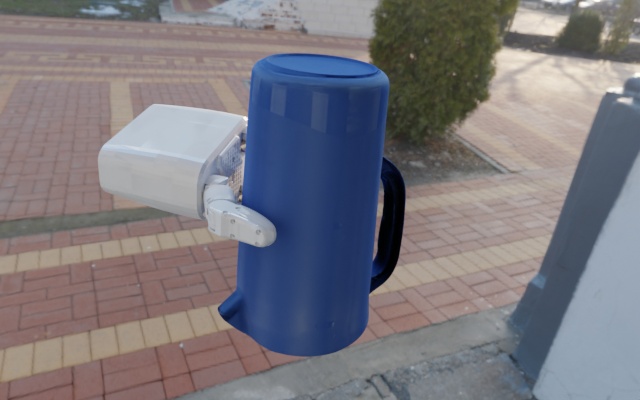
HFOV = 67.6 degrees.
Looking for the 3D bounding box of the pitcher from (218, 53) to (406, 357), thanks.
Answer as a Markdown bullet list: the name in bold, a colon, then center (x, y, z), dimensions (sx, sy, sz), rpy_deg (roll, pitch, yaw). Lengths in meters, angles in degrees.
- **pitcher**: center (0.000, 0.001, 0.426), dimensions (0.145, 0.243, 0.149), rpy_deg (13, 26, 14)
